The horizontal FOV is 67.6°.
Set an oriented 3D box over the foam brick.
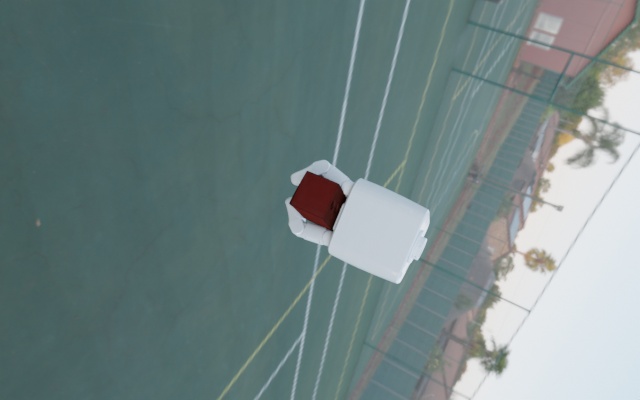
[{"bbox_3d":[0.000,0.002,0.654,0.051,0.053,0.078,24,-9,19],"label":"foam brick"}]
